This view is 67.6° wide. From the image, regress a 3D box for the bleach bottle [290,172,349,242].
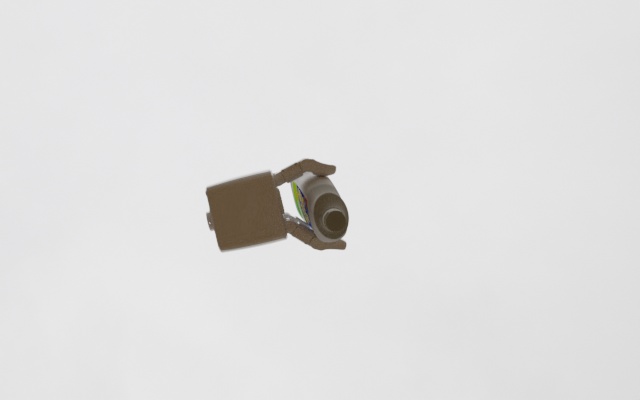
[{"bbox_3d":[0.000,0.003,0.754,0.068,0.102,0.251,-13,10,-7],"label":"bleach bottle"}]
